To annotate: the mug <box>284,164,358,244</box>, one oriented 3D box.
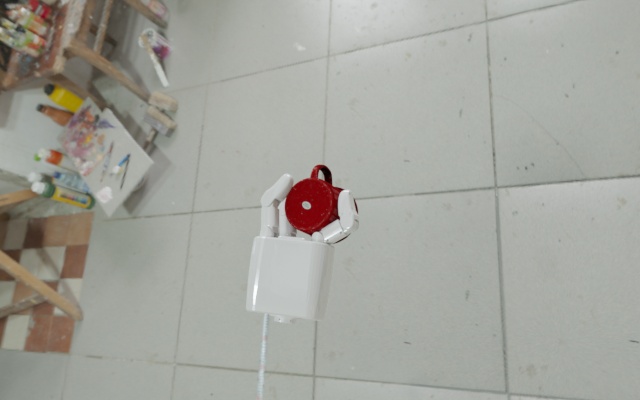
[{"bbox_3d":[0.000,0.001,0.720,0.093,0.117,0.081,0,-14,26],"label":"mug"}]
